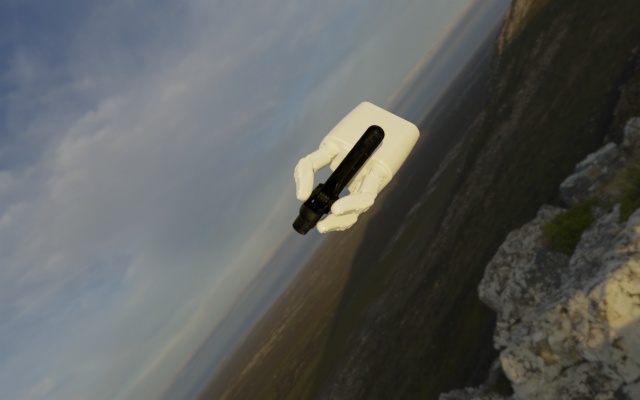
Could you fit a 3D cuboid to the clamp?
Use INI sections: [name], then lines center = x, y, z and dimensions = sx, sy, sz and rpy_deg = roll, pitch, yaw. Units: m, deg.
[clamp]
center = -0.001, 0.002, 0.645
dimensions = 0.164, 0.036, 0.210
rpy_deg = -49, -2, -35
